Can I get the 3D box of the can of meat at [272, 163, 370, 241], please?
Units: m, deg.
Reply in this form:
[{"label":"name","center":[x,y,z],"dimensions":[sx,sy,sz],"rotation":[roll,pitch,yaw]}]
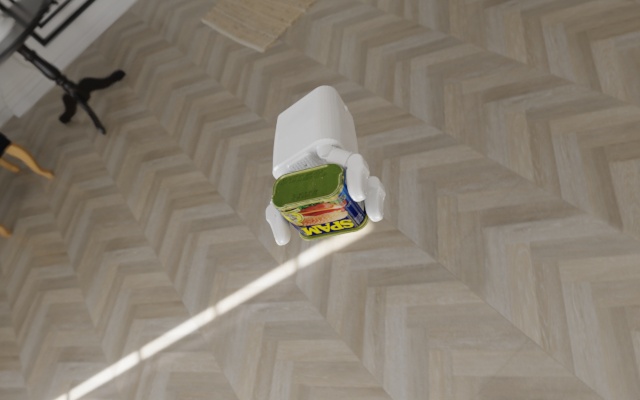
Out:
[{"label":"can of meat","center":[0.000,0.002,0.605],"dimensions":[0.102,0.057,0.084],"rotation":[-12,-36,23]}]
